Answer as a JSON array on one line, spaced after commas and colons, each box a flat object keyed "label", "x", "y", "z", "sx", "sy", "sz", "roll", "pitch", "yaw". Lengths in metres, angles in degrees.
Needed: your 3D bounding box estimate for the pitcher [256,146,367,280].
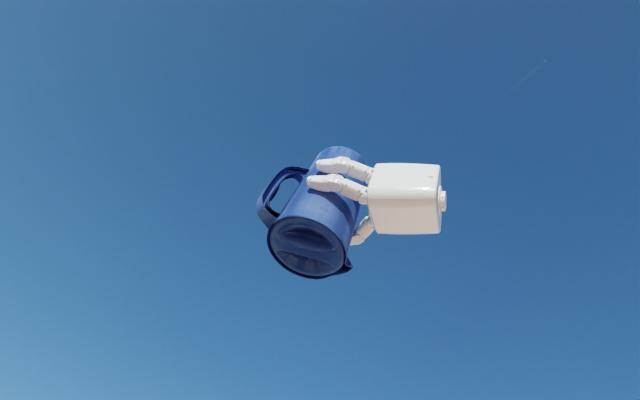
[{"label": "pitcher", "x": 0.000, "y": 0.003, "z": 0.835, "sx": 0.145, "sy": 0.149, "sz": 0.242, "roll": -1, "pitch": 37, "yaw": 21}]
